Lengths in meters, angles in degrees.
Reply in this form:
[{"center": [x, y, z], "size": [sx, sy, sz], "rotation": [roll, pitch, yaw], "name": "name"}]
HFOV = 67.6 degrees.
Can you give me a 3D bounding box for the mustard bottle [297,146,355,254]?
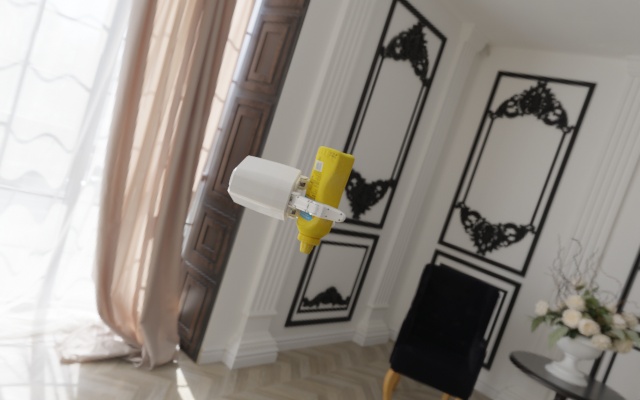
[{"center": [0.001, 0.003, 0.851], "size": [0.058, 0.191, 0.096], "rotation": [16, 6, -25], "name": "mustard bottle"}]
